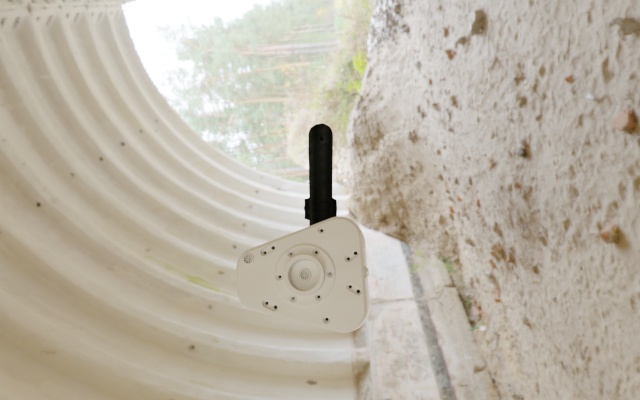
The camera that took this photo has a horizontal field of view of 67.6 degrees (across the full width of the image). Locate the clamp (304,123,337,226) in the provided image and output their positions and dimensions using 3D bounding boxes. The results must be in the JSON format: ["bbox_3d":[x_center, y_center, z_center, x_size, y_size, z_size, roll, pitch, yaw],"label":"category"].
[{"bbox_3d":[-0.001,0.002,0.518,0.039,0.171,0.120,-4,-11,4],"label":"clamp"}]
